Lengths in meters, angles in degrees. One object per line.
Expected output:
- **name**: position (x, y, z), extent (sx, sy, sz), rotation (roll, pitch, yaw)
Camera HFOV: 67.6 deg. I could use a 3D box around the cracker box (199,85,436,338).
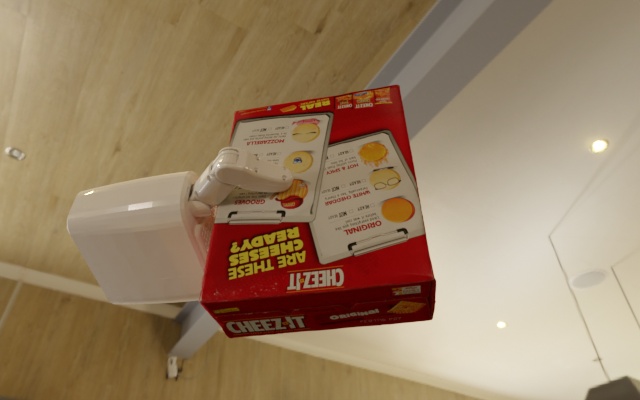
- **cracker box**: position (0.000, 0.001, 0.411), extent (0.164, 0.213, 0.072), rotation (-7, -41, 8)
